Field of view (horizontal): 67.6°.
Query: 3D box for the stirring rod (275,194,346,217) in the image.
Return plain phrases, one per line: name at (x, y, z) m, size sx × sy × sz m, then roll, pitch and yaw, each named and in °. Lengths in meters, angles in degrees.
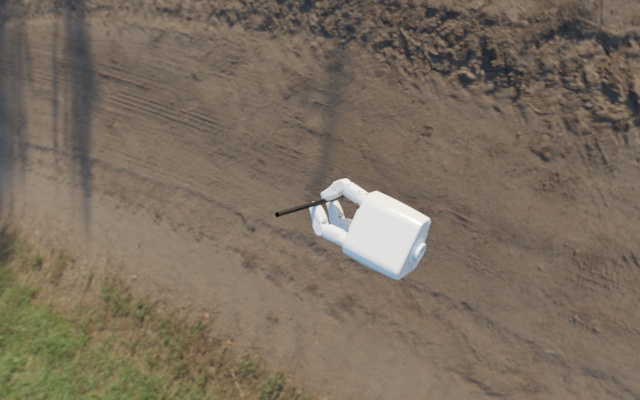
stirring rod at (0.000, 0.003, 0.829) m, size 0.011 × 0.011 × 0.239 m, roll 0°, pitch 9°, yaw 34°
